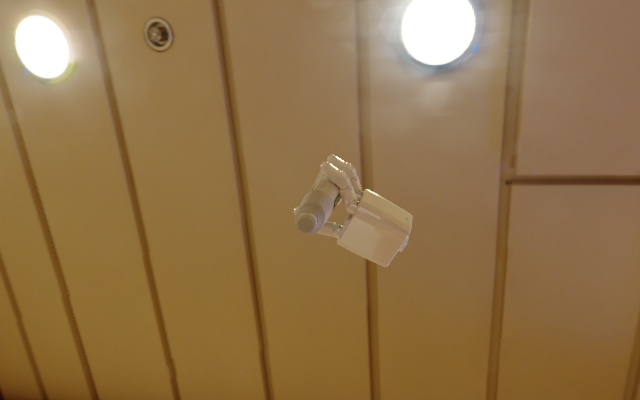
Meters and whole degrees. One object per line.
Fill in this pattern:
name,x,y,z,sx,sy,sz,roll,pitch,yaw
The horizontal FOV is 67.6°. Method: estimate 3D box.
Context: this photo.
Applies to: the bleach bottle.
bleach bottle,0.000,0.003,0.883,0.068,0.103,0.250,28,24,2
